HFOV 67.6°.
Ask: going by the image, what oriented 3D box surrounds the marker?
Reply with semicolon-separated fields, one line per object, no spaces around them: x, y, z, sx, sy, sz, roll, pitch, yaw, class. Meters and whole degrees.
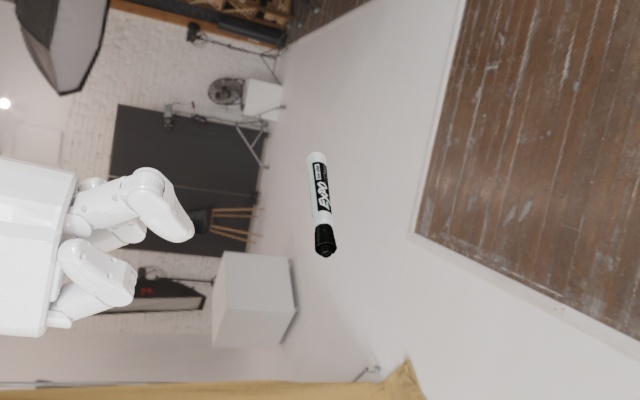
0.000;0.001;0.436;0.020;0.121;0.020;-3;-43;-3;marker
